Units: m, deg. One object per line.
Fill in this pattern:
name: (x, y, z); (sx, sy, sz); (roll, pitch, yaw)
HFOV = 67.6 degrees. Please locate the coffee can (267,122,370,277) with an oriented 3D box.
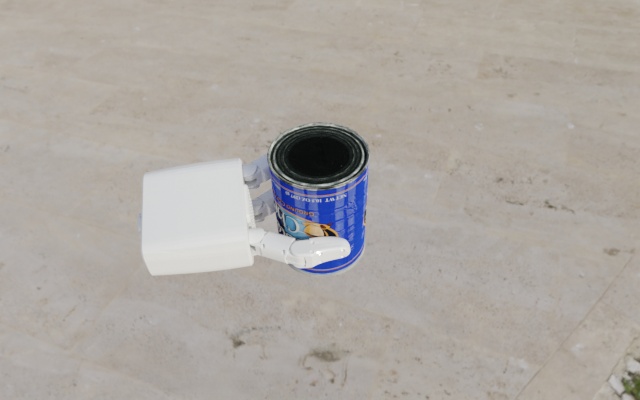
coffee can: (0.000, 0.002, 0.522); (0.103, 0.102, 0.140); (-1, -45, 1)
